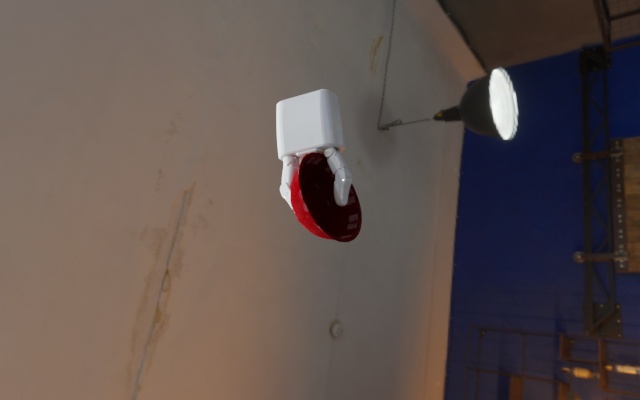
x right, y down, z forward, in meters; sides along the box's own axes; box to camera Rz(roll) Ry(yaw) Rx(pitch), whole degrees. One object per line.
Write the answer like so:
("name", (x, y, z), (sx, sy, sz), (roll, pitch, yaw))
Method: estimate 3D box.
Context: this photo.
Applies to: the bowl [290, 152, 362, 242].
("bowl", (0.000, 0.004, 0.803), (0.055, 0.162, 0.162), (-27, -16, 33))
